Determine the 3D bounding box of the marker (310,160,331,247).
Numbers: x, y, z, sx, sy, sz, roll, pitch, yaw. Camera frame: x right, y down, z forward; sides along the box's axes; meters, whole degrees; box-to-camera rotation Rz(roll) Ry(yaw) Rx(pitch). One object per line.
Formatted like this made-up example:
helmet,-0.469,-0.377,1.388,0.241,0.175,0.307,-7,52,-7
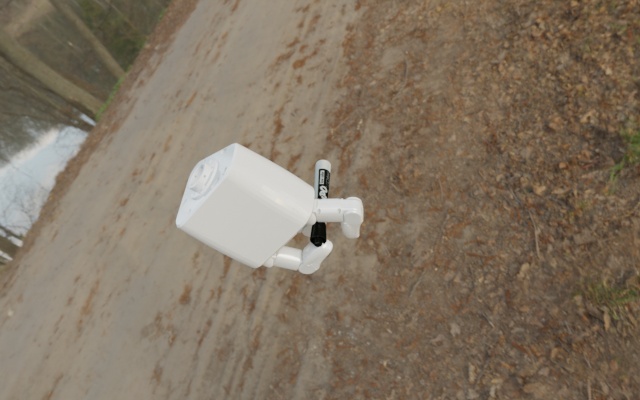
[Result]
marker,0.000,0.002,0.560,0.020,0.121,0.020,2,-39,2
